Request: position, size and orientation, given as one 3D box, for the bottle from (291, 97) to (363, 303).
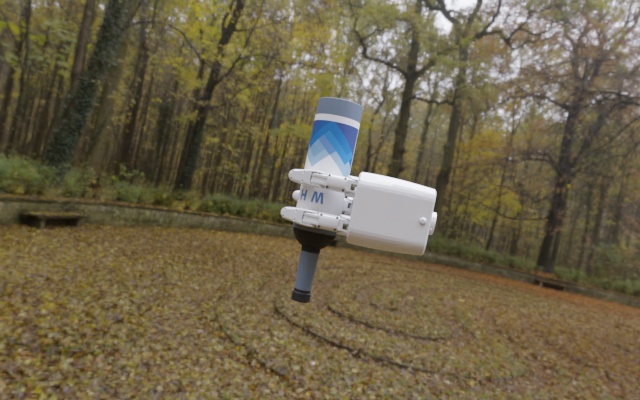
[{"bbox_3d":[0.000,0.002,0.699,0.069,0.295,0.069,12,0,0],"label":"bottle"}]
